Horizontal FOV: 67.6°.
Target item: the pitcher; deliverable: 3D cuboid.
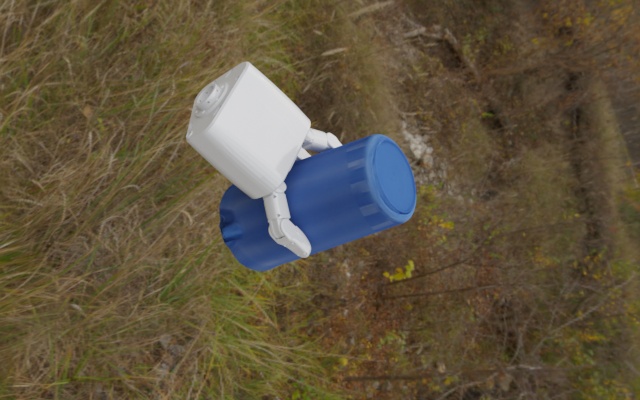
[{"bbox_3d":[0.000,0.002,0.623,0.243,0.149,0.145,-19,-48,36],"label":"pitcher"}]
